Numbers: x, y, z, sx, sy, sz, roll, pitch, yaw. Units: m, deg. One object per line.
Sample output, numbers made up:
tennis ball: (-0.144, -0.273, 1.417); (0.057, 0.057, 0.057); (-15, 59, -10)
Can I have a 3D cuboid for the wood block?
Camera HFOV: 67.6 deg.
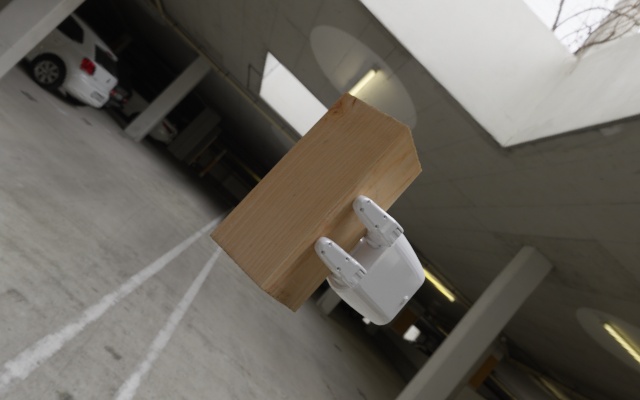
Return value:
wood block: (0.000, 0.002, 0.501); (0.090, 0.206, 0.090); (37, -9, 33)
